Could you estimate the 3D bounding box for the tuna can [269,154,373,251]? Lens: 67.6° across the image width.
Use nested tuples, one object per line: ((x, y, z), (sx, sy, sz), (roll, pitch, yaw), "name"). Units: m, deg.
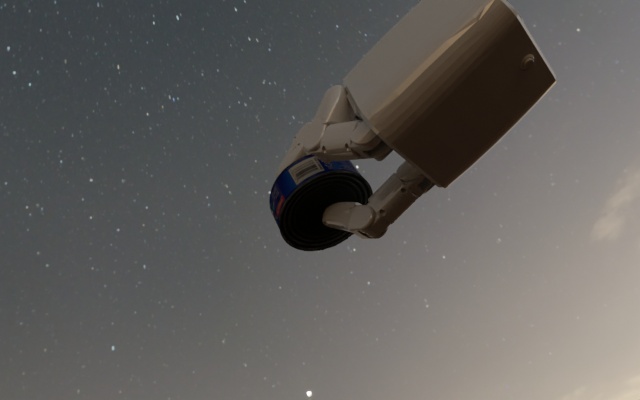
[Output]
((0.000, 0.001, 0.413), (0.086, 0.086, 0.033), (0, 38, -28), "tuna can")
